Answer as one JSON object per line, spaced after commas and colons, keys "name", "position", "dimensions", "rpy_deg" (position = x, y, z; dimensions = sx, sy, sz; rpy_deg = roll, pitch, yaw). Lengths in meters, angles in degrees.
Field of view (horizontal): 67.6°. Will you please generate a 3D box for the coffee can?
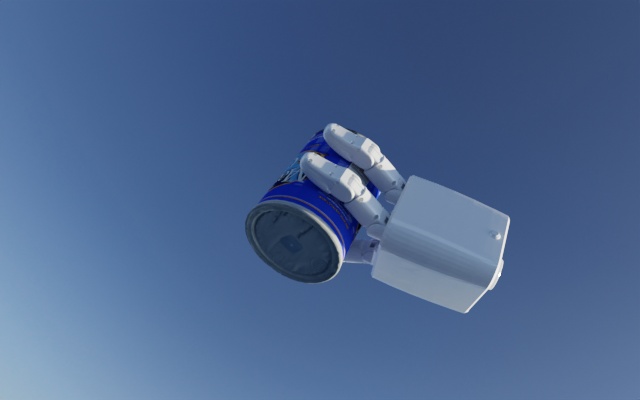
{"name": "coffee can", "position": [0.000, 0.002, 0.505], "dimensions": [0.103, 0.103, 0.140], "rpy_deg": [0, 37, 31]}
